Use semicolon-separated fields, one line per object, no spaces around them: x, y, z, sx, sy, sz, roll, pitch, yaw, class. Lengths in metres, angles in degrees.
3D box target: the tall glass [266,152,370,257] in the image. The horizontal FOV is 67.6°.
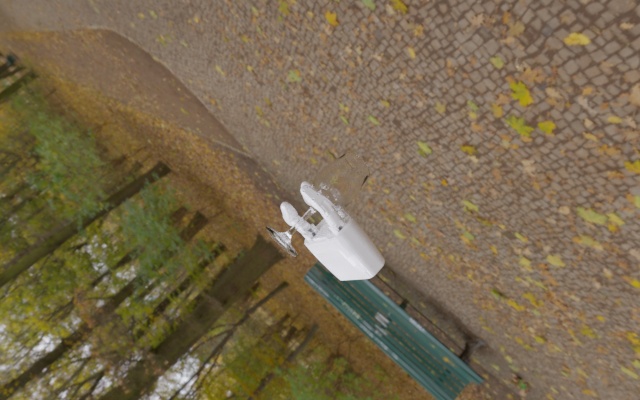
0.000;0.003;0.840;0.201;0.079;0.079;-46;16;-16;tall glass
